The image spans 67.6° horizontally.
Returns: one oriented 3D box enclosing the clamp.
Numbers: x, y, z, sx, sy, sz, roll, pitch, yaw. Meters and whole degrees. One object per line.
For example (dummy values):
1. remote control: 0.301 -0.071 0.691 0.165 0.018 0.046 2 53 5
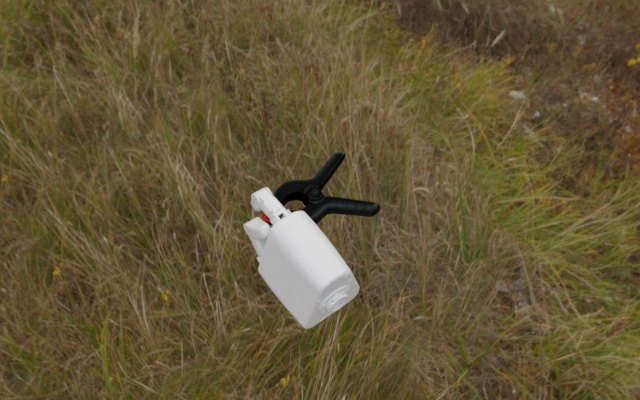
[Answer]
1. clamp: 0.000 0.002 0.700 0.171 0.120 0.039 -30 -31 -22
